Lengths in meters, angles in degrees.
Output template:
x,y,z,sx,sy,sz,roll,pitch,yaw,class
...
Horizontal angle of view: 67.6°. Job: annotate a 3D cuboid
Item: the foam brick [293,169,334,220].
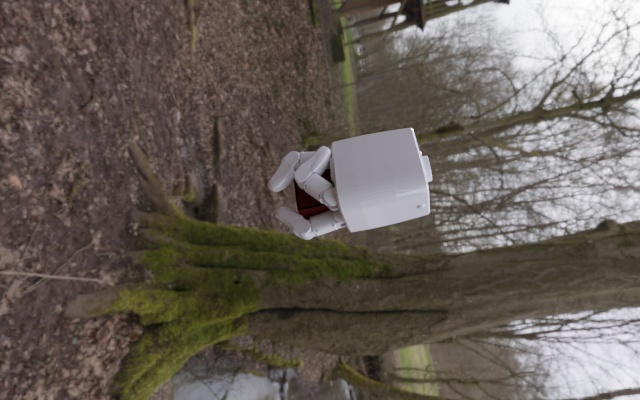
x,y,z,sx,sy,sz,roll,pitch,yaw,class
0.000,0.002,0.648,0.051,0.053,0.078,-13,-28,8,foam brick
